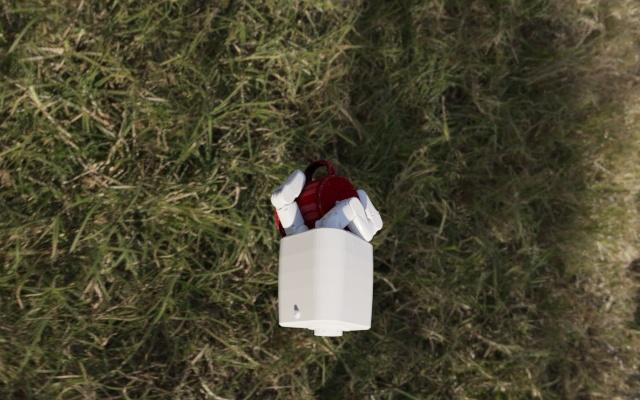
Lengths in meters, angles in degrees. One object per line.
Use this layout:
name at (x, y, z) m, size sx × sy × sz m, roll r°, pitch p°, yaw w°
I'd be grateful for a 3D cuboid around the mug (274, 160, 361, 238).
mug at (0.000, 0.001, 0.638) m, size 0.093 × 0.117 × 0.081 m, roll 16°, pitch -24°, yaw -40°
